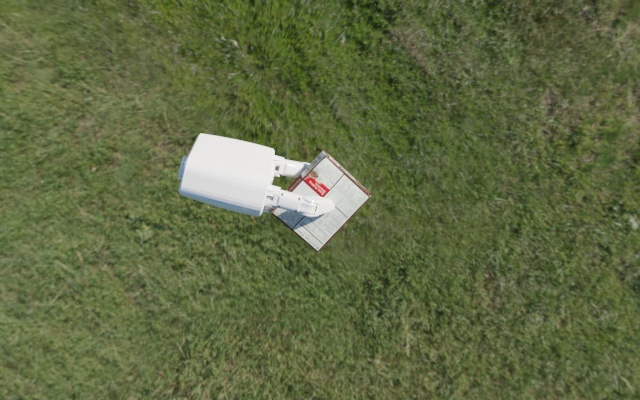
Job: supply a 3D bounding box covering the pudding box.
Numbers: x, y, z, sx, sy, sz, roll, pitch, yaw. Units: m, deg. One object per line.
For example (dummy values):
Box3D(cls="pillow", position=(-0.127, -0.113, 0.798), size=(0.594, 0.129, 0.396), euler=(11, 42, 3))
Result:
Box3D(cls="pudding box", position=(0.000, 0.002, 0.667), size=(0.090, 0.113, 0.039), euler=(42, 8, -14))
